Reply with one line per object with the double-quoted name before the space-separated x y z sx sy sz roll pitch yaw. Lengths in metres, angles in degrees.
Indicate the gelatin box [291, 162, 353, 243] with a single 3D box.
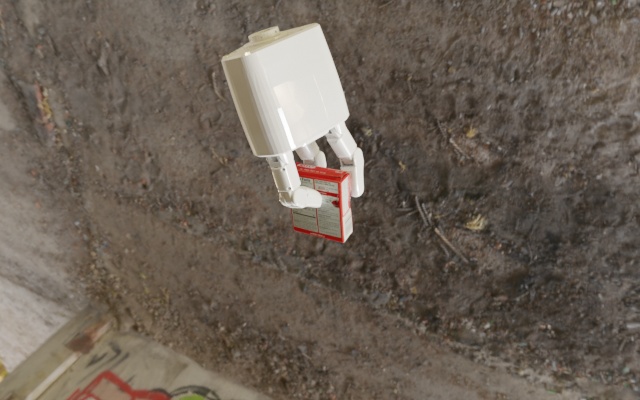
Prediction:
"gelatin box" 0.000 0.002 0.586 0.073 0.089 0.030 11 34 26
